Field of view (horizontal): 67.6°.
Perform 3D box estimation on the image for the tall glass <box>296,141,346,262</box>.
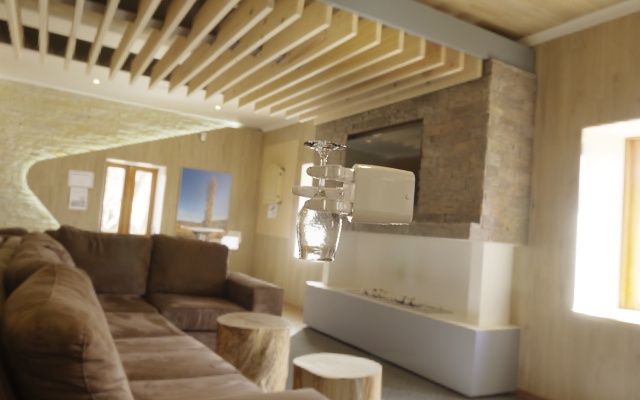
[{"bbox_3d":[0.000,0.002,0.825,0.079,0.201,0.079,4,-3,0],"label":"tall glass"}]
